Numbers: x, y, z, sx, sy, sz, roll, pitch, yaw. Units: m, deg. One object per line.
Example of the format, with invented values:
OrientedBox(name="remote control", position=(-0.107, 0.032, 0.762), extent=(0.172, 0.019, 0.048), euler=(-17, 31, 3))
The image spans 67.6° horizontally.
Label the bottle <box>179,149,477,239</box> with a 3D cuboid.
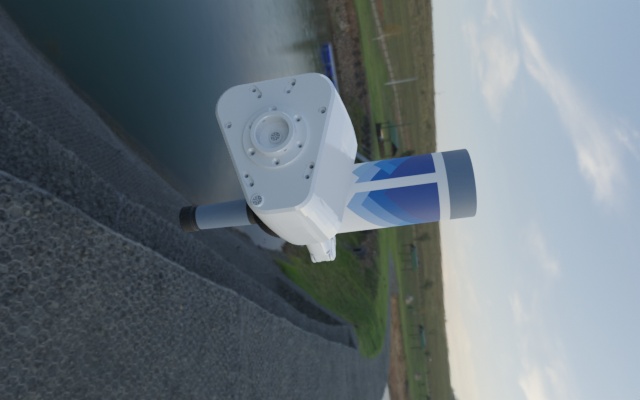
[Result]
OrientedBox(name="bottle", position=(0.000, 0.002, 0.484), extent=(0.296, 0.069, 0.069), euler=(-7, -1, 9))
